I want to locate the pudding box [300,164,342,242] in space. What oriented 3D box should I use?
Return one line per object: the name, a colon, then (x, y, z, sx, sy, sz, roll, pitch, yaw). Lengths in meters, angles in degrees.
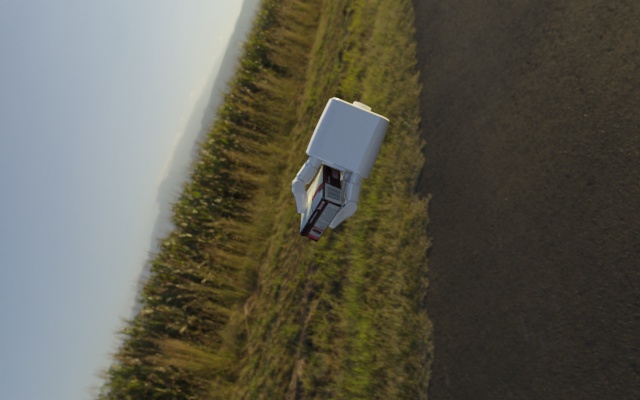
pudding box: (0.000, 0.003, 0.835, 0.039, 0.090, 0.113, 23, 31, -13)
